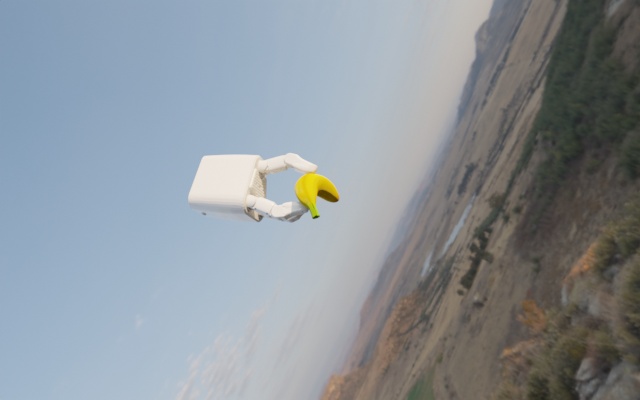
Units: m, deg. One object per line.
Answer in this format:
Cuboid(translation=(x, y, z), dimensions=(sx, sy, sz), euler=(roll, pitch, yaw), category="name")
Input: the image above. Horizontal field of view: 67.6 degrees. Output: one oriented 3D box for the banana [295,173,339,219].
Cuboid(translation=(-0.007, -0.014, 0.810), dimensions=(0.037, 0.069, 0.198), euler=(-20, 4, 16), category="banana")
